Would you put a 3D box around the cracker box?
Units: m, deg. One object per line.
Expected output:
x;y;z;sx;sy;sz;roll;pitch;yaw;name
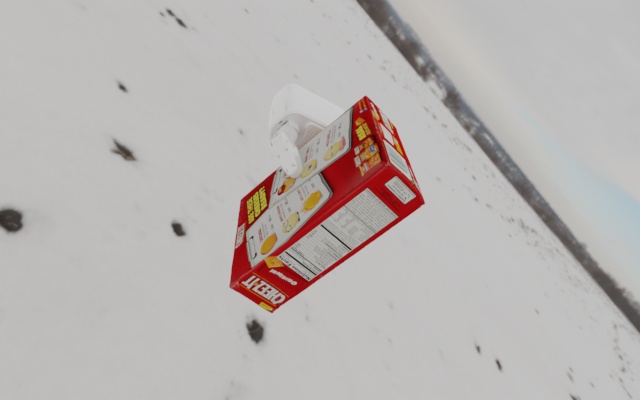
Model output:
0.000;0.002;0.535;0.072;0.214;0.164;41;23;-26;cracker box
